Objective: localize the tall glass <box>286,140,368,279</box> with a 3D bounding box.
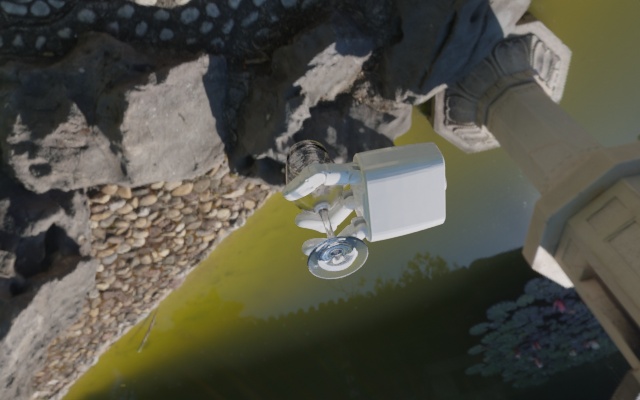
[{"bbox_3d":[0.000,0.003,0.630,0.079,0.079,0.200,0,42,-17],"label":"tall glass"}]
